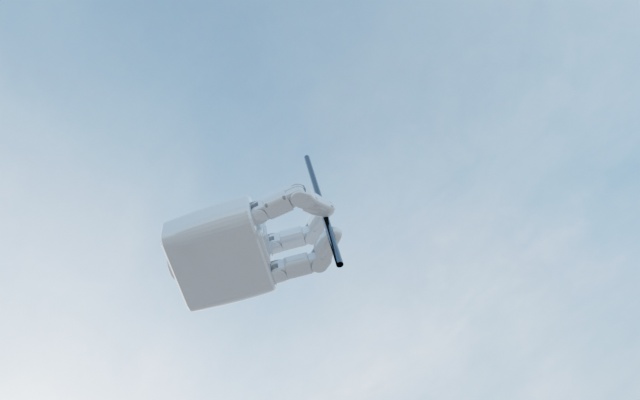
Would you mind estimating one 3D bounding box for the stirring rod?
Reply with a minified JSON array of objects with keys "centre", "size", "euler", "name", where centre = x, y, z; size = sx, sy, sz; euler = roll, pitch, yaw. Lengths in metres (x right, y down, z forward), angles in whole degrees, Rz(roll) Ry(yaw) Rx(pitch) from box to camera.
[{"centre":[0.000,0.002,0.590],"size":[0.011,0.011,0.239],"euler":[0,32,-11],"name":"stirring rod"}]
